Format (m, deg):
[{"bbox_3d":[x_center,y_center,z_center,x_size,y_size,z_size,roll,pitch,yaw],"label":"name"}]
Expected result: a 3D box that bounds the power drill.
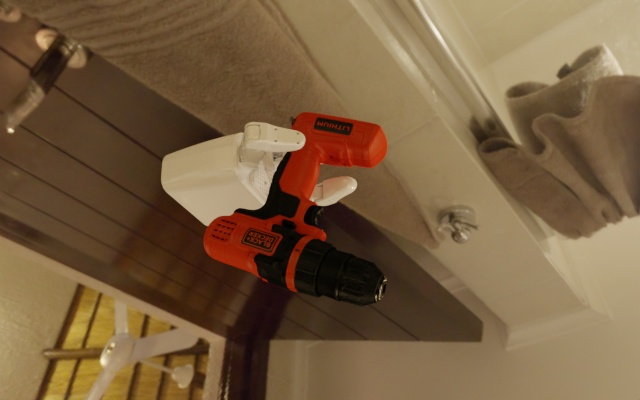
[{"bbox_3d":[0.000,0.001,0.472,0.184,0.187,0.057,15,-31,22],"label":"power drill"}]
